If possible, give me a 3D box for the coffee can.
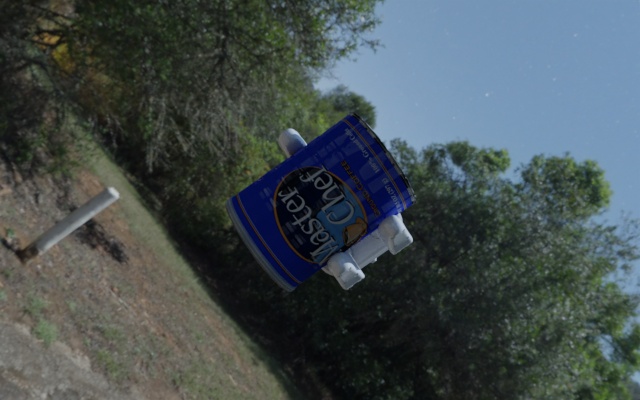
[{"bbox_3d":[0.000,0.001,0.438,0.140,0.103,0.103,-35,0,0],"label":"coffee can"}]
